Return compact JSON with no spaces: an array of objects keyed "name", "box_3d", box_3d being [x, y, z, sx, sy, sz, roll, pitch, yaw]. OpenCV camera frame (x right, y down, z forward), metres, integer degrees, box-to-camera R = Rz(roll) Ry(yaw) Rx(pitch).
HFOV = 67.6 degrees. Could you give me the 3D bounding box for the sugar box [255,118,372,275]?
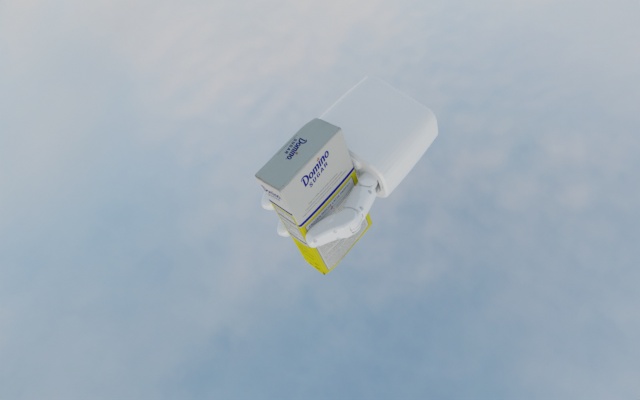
[{"name":"sugar box","box_3d":[0.000,0.001,0.533,0.048,0.093,0.176,30,-22,36]}]
